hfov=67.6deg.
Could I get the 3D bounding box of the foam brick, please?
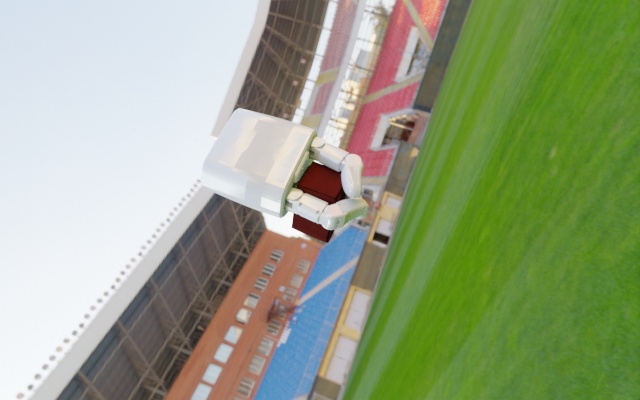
[{"bbox_3d":[0.000,0.002,0.590,0.051,0.078,0.053,19,44,9],"label":"foam brick"}]
